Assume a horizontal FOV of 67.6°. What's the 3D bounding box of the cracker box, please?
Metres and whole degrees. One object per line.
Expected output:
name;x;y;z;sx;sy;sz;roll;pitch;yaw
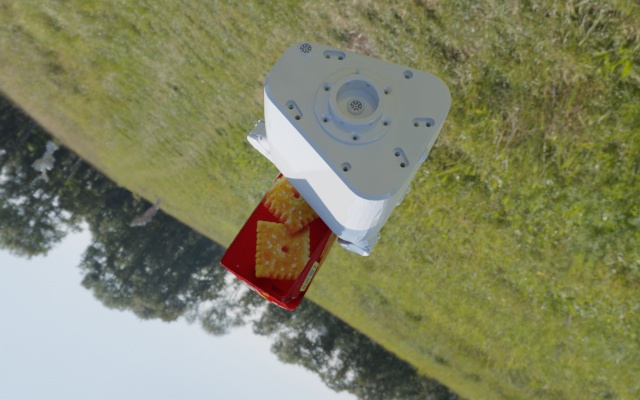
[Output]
cracker box;0.000;0.002;0.474;0.072;0.213;0.164;32;-14;7
